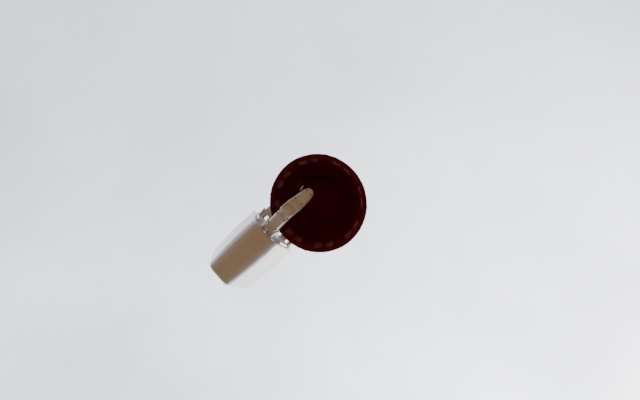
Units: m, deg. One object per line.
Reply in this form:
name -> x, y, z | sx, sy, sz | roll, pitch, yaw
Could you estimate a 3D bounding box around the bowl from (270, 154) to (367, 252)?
bowl -> 0.001, 0.002, 0.798 | 0.162, 0.162, 0.055 | 0, 6, 13
